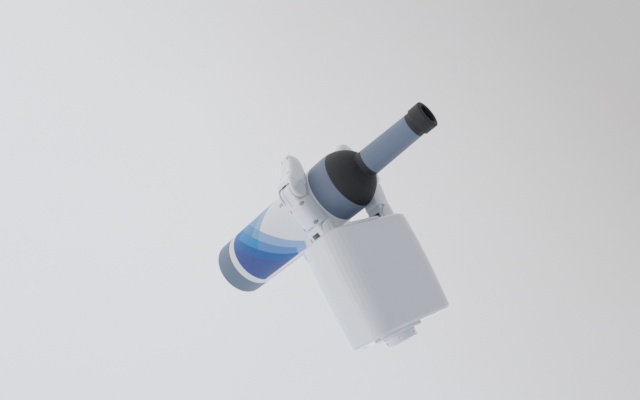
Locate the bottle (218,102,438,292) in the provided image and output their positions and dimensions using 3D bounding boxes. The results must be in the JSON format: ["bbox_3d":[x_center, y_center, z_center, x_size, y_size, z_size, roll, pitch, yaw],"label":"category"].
[{"bbox_3d":[0.000,0.002,0.506,0.296,0.069,0.069,-40,-23,32],"label":"bottle"}]
